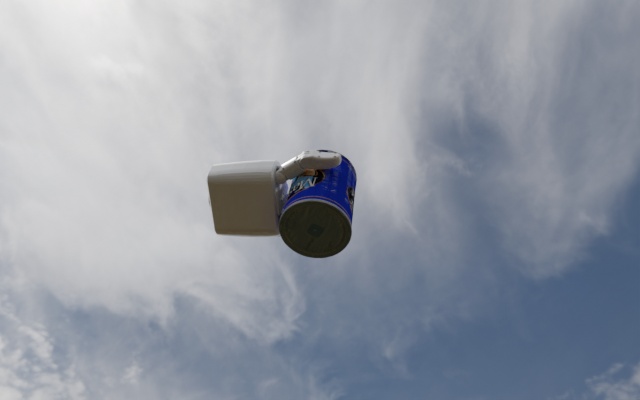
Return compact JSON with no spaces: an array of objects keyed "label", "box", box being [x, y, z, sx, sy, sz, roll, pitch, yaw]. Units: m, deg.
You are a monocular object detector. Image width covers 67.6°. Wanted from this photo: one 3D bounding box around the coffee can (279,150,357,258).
[{"label":"coffee can","box":[0.000,0.002,0.719,0.103,0.103,0.140,0,35,8]}]
